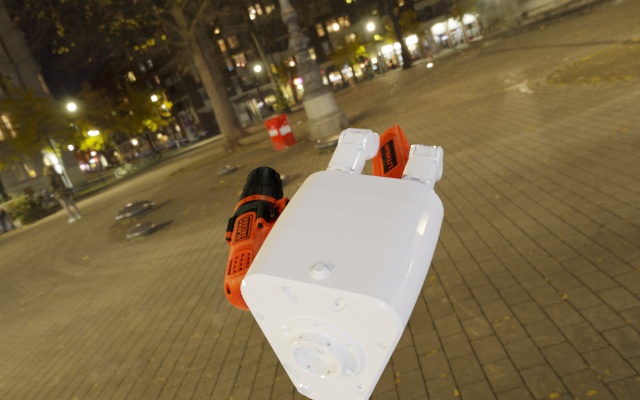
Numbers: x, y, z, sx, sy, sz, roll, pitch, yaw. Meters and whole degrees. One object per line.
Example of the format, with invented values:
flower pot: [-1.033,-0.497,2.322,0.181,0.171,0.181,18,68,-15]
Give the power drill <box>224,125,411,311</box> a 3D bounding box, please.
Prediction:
power drill: [0.000,0.001,0.445,0.188,0.057,0.184,-24,36,17]
